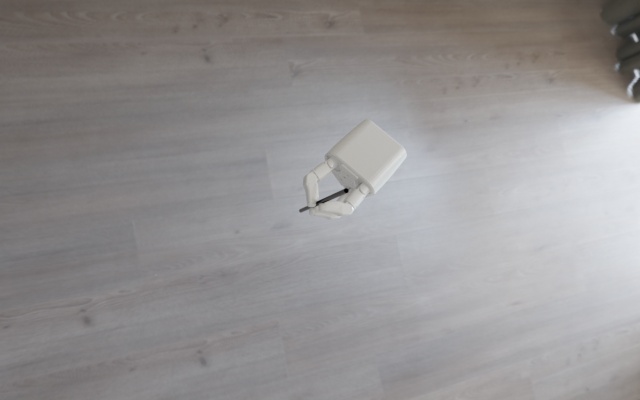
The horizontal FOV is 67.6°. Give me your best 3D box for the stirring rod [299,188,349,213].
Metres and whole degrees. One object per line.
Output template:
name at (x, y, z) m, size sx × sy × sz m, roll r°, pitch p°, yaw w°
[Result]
stirring rod at (0.000, 0.003, 0.829) m, size 0.011 × 0.011 × 0.239 m, roll 0°, pitch -8°, yaw -19°
